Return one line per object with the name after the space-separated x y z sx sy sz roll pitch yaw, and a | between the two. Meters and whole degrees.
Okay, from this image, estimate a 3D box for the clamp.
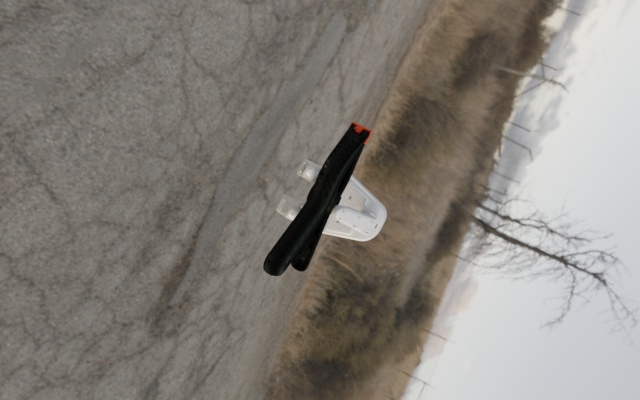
0.001 0.002 0.574 0.036 0.210 0.164 28 5 9 | clamp
